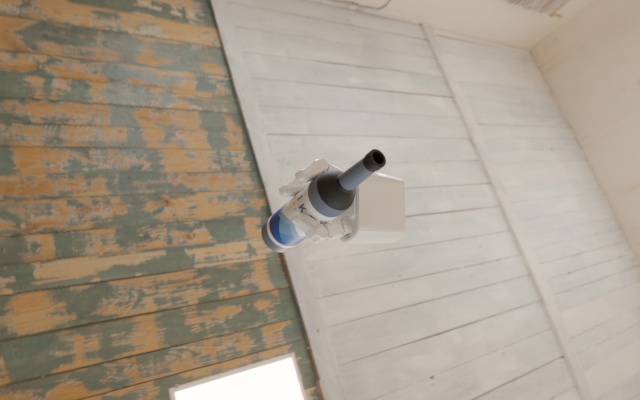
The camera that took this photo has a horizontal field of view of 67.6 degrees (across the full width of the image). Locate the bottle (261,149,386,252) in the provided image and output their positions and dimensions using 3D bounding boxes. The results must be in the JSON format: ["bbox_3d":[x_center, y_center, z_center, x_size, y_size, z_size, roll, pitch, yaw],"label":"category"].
[{"bbox_3d":[0.000,0.003,0.740,0.069,0.069,0.296,0,-24,-34],"label":"bottle"}]
